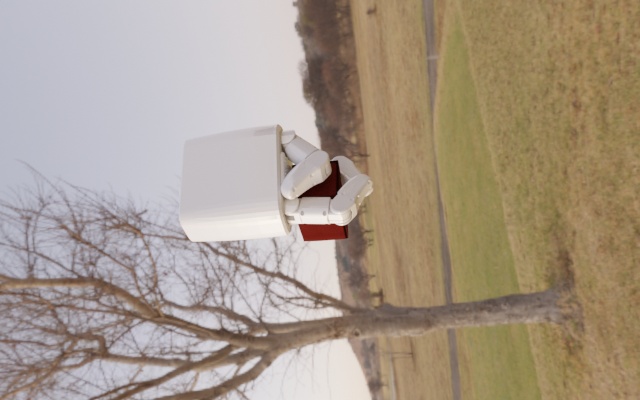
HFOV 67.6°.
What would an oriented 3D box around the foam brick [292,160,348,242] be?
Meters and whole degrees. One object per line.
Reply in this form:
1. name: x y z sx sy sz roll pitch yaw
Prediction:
1. foam brick: 0.000 0.002 0.525 0.051 0.053 0.078 -7 -41 6
